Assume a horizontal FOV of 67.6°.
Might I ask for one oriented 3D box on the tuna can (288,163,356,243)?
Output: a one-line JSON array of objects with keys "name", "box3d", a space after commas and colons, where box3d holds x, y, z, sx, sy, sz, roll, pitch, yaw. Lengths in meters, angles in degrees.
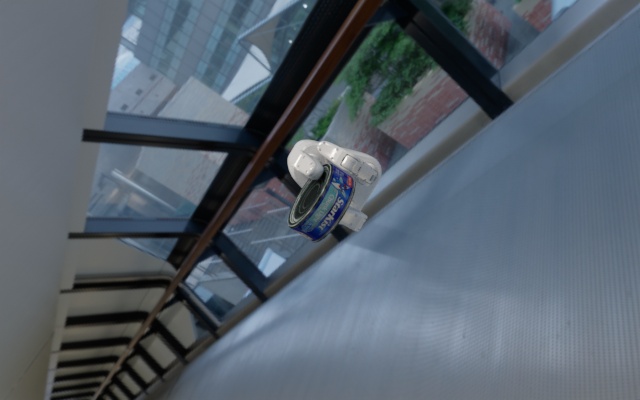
[{"name": "tuna can", "box3d": [0.000, 0.001, 0.531, 0.034, 0.086, 0.086, 33, -11, -17]}]
